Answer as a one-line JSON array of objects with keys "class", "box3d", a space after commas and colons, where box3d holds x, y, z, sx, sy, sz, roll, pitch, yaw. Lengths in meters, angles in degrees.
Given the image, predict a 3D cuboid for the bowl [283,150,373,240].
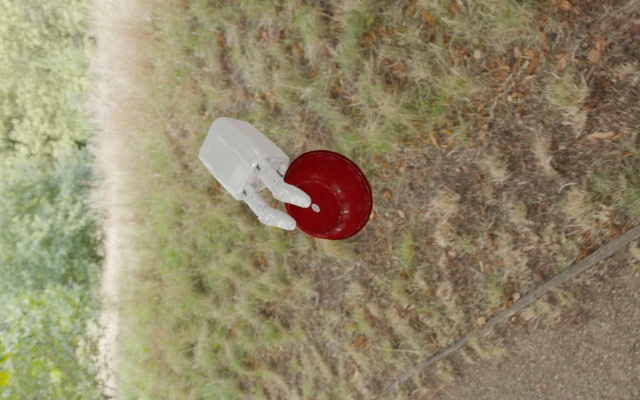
[{"class": "bowl", "box3d": [0.001, 0.003, 0.771, 0.162, 0.162, 0.055, 0, 22, 24]}]
